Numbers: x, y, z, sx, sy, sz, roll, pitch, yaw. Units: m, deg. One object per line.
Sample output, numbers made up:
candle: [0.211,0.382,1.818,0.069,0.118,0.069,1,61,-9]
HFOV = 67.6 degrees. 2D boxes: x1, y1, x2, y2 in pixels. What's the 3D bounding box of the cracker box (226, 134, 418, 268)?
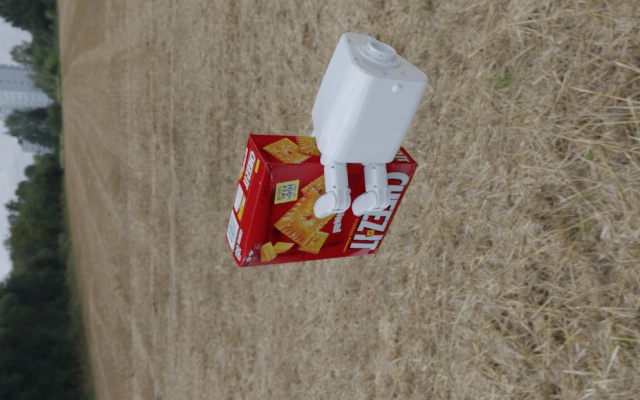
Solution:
cracker box: [0.000,0.002,0.618,0.214,0.164,0.072,-2,40,-29]
